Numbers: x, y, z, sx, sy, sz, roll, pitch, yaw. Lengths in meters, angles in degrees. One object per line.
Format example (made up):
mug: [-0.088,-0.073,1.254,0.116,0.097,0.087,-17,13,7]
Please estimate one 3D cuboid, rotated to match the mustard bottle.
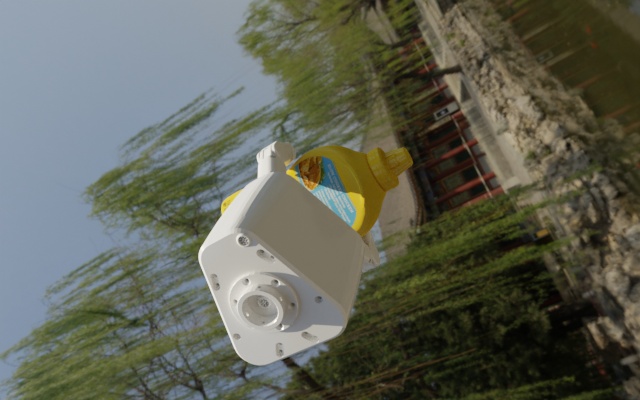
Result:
mustard bottle: [0.000,0.002,0.464,0.192,0.096,0.058,-28,-9,20]
